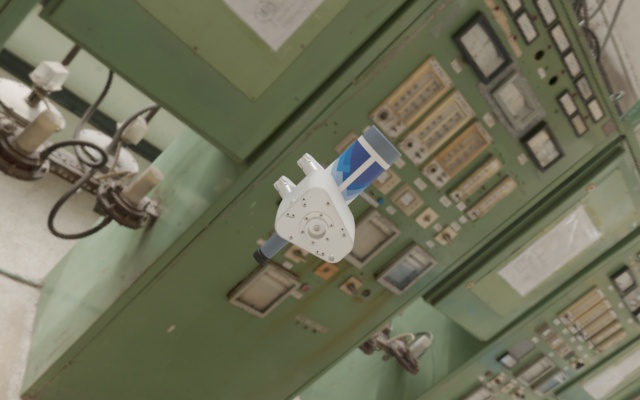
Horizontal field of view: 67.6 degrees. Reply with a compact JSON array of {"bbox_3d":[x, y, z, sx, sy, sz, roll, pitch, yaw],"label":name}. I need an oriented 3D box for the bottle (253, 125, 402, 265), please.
[{"bbox_3d":[0.000,0.002,0.783,0.296,0.069,0.069,-43,-11,12],"label":"bottle"}]
